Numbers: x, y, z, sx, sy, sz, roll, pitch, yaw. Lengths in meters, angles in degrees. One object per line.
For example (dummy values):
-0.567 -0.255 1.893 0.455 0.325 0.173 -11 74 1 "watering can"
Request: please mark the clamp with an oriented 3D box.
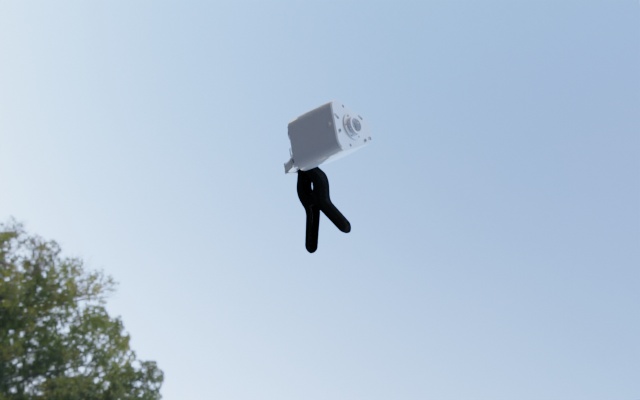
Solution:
0.000 0.003 0.869 0.120 0.171 0.039 -21 -12 42 "clamp"
